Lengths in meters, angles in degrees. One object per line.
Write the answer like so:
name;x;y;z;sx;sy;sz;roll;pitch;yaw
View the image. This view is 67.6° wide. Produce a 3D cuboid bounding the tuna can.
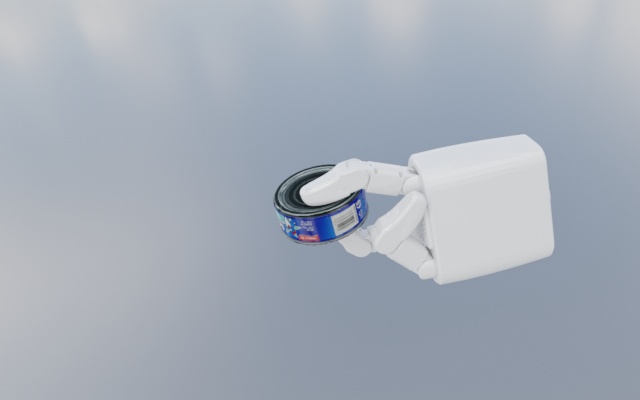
tuna can;0.000;0.001;0.445;0.086;0.034;0.086;-11;34;7
